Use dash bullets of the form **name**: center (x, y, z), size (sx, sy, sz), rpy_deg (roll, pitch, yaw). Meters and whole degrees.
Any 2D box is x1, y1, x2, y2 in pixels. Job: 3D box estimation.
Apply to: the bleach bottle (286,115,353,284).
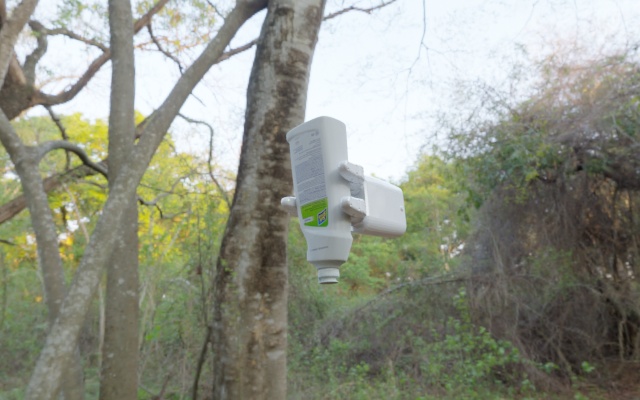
- **bleach bottle**: center (0.000, 0.002, 0.734), size (0.068, 0.250, 0.102), rpy_deg (13, -23, -41)
